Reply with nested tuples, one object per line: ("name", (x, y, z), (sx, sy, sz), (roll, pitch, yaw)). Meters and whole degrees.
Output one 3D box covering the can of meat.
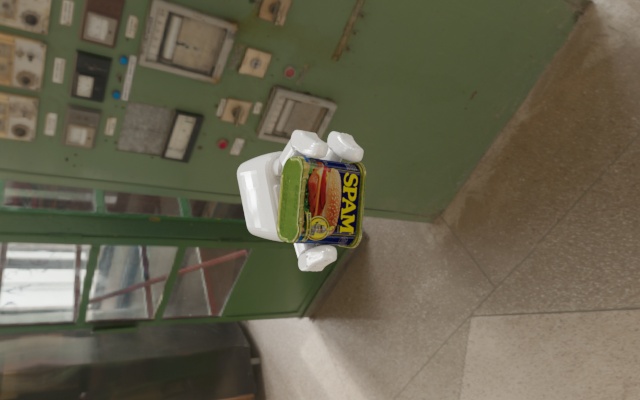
("can of meat", (0.000, 0.002, 0.547), (0.084, 0.102, 0.057), (6, -2, -31))
